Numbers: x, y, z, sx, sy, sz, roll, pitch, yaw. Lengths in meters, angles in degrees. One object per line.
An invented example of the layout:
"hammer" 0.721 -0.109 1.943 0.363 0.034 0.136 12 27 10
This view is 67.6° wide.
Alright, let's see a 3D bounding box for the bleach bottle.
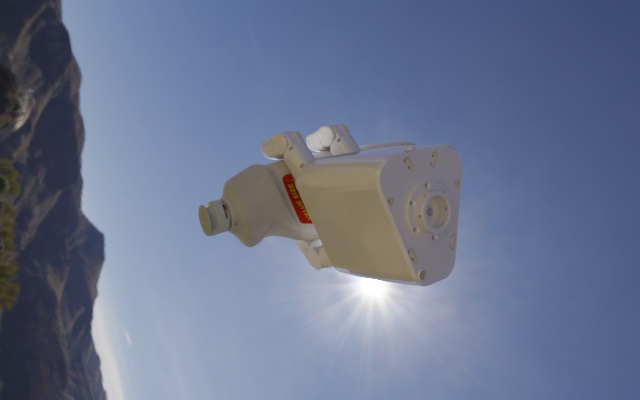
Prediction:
"bleach bottle" 0.000 0.002 0.496 0.251 0.102 0.068 -14 7 -32
